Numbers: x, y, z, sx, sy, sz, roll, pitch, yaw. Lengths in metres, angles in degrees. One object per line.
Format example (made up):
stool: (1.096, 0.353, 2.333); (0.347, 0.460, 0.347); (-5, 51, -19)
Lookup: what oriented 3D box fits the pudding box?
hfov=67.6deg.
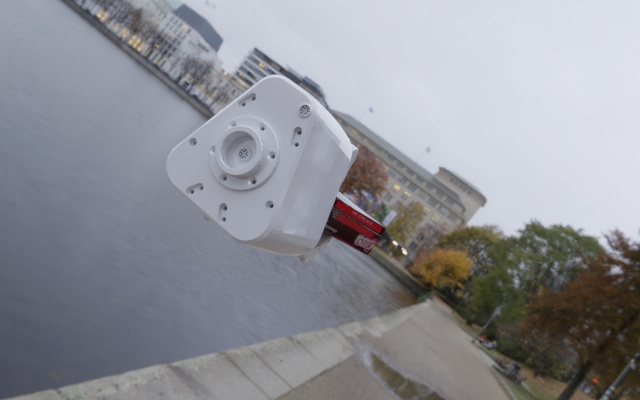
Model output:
pudding box: (0.000, 0.001, 0.482); (0.090, 0.039, 0.113); (32, 7, -45)
